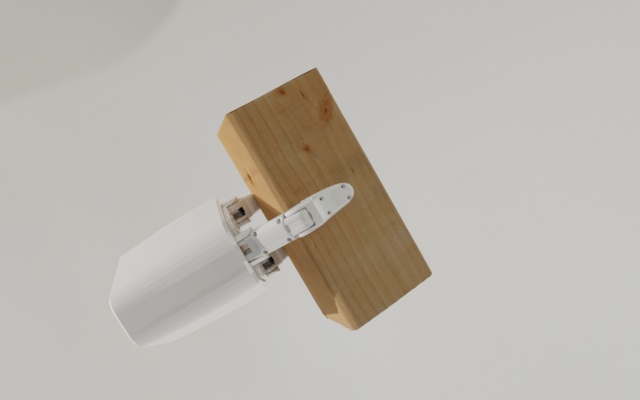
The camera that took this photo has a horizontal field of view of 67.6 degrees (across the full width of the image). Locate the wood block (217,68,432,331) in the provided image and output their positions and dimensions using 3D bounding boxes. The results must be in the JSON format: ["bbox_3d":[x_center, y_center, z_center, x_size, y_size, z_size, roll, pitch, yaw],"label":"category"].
[{"bbox_3d":[0.000,0.002,0.437,0.090,0.206,0.091,-32,6,-17],"label":"wood block"}]
